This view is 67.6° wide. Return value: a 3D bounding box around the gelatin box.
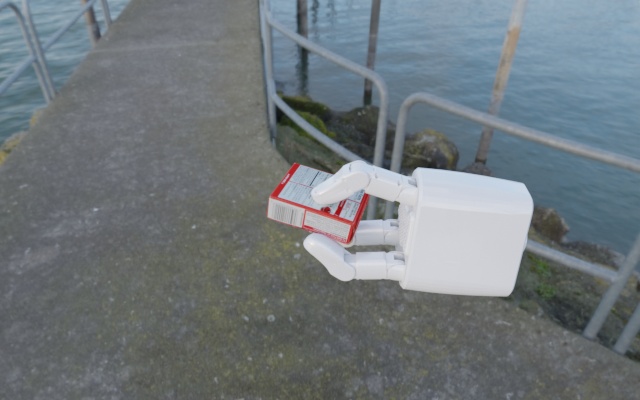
[{"bbox_3d":[0.000,0.001,0.485,0.089,0.030,0.073,18,36,8],"label":"gelatin box"}]
